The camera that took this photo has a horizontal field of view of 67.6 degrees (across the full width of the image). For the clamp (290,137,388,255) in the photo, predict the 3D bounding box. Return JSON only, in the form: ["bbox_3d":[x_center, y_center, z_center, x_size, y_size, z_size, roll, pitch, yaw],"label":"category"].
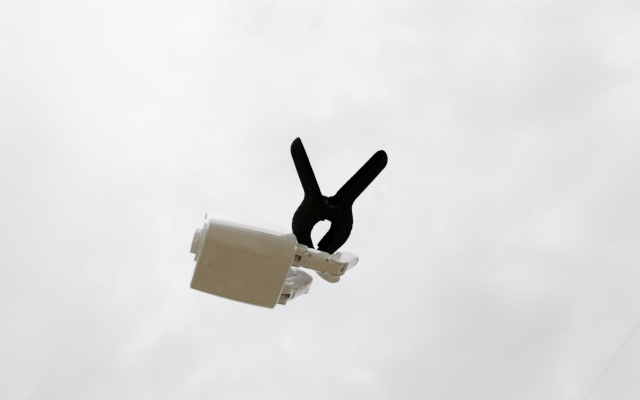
[{"bbox_3d":[0.000,0.002,0.586,0.120,0.171,0.039,17,18,-15],"label":"clamp"}]
